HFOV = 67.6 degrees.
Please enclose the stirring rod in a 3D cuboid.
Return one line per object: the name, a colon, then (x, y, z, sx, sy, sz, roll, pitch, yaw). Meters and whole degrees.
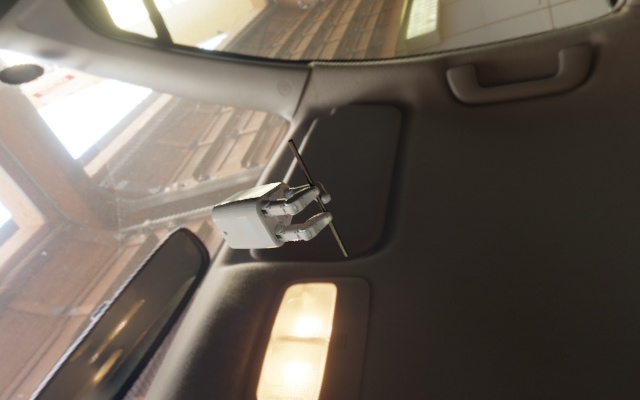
stirring rod: (0.000, 0.002, 0.790, 0.011, 0.240, 0.011, -20, 30, 12)
